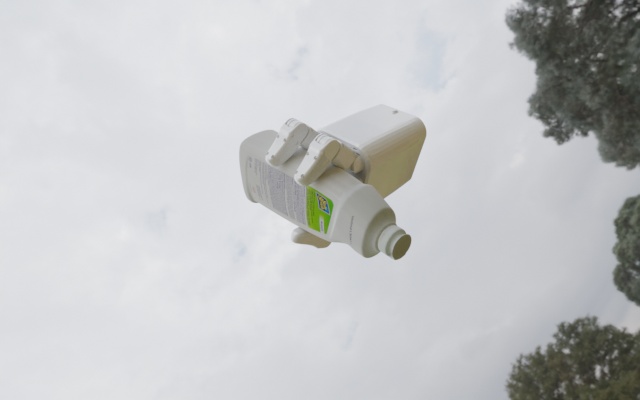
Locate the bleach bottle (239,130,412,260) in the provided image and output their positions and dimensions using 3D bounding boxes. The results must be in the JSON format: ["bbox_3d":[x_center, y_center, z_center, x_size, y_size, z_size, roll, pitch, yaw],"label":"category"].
[{"bbox_3d":[0.000,0.002,0.553,0.068,0.103,0.250,-28,41,-30],"label":"bleach bottle"}]
